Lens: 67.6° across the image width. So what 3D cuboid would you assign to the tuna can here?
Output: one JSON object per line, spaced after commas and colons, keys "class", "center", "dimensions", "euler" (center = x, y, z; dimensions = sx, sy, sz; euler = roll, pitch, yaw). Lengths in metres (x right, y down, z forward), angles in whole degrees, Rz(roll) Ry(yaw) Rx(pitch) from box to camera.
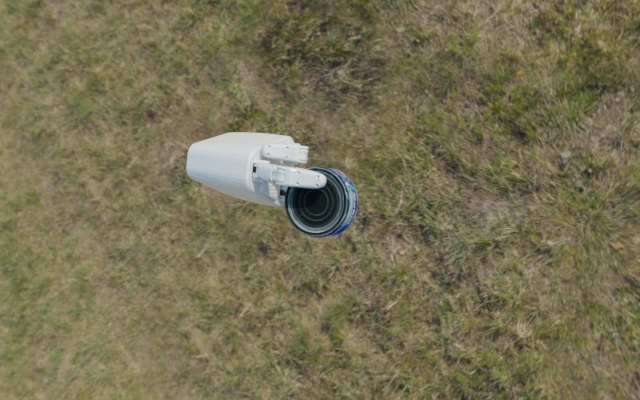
{"class": "tuna can", "center": [0.000, 0.002, 0.577], "dimensions": [0.086, 0.086, 0.034], "euler": [0, -1, 24]}
